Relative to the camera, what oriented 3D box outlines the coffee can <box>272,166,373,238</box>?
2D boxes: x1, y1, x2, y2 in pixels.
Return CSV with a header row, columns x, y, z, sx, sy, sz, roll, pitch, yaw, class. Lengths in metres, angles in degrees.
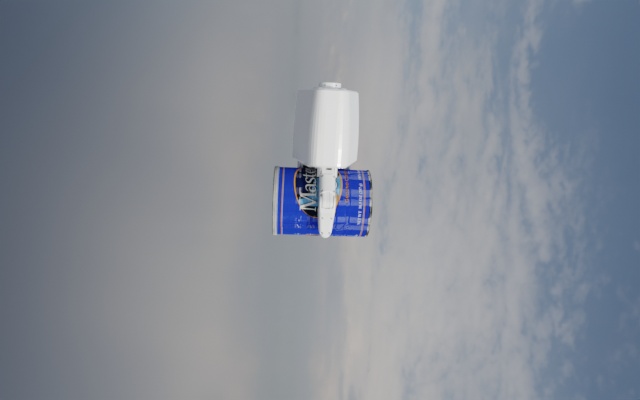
x,y,z,sx,sy,sz,roll,pitch,yaw,class
0.000,0.003,0.714,0.140,0.103,0.103,2,0,-4,coffee can
